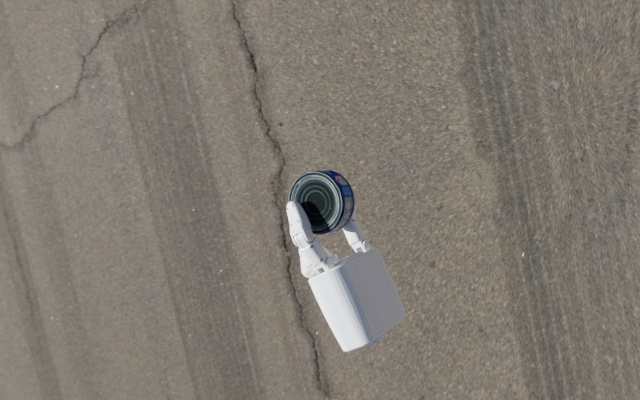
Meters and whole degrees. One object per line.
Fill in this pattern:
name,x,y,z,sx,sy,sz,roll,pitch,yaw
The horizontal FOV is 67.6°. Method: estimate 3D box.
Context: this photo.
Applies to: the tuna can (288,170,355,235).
tuna can,0.000,0.002,0.636,0.086,0.086,0.034,0,4,30
